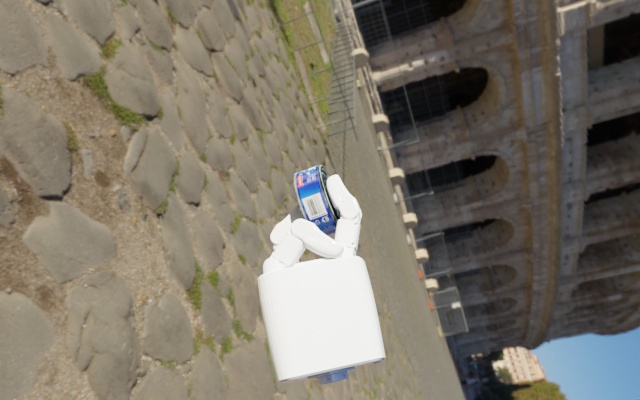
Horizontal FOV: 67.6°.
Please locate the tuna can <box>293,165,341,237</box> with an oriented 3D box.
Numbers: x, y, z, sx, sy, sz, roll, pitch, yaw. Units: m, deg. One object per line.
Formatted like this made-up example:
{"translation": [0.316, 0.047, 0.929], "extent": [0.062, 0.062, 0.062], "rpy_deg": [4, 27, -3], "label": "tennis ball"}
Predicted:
{"translation": [0.001, 0.002, 0.568], "extent": [0.034, 0.086, 0.086], "rpy_deg": [-20, -4, 11], "label": "tuna can"}
